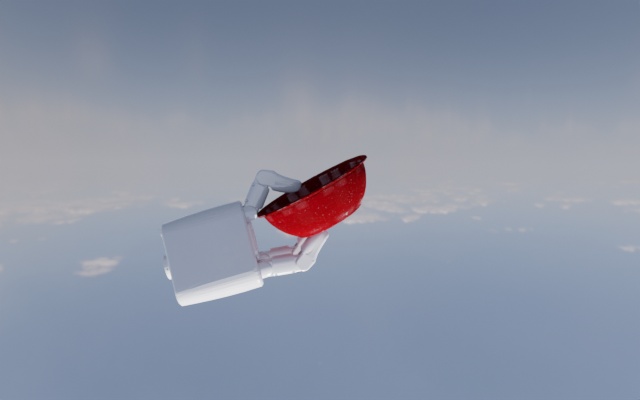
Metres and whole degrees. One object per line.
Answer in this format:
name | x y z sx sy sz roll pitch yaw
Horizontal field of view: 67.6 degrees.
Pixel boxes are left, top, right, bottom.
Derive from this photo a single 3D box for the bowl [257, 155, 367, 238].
bowl | 0.001 0.002 0.621 0.162 0.055 0.162 -29 8 5
